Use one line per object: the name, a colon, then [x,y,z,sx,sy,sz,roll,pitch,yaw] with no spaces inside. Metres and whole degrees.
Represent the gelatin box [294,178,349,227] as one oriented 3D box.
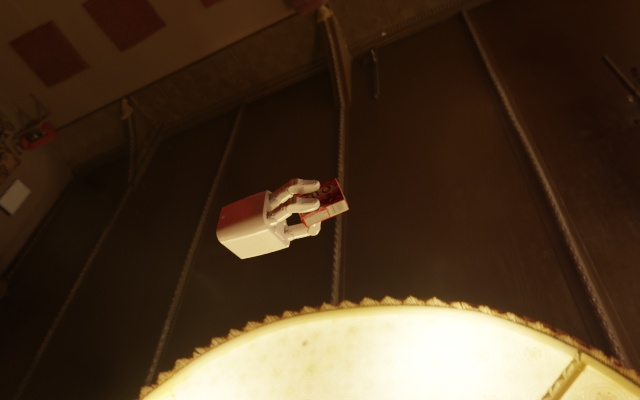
gelatin box: [0.001,0.003,0.898,0.089,0.030,0.073,-23,38,2]
